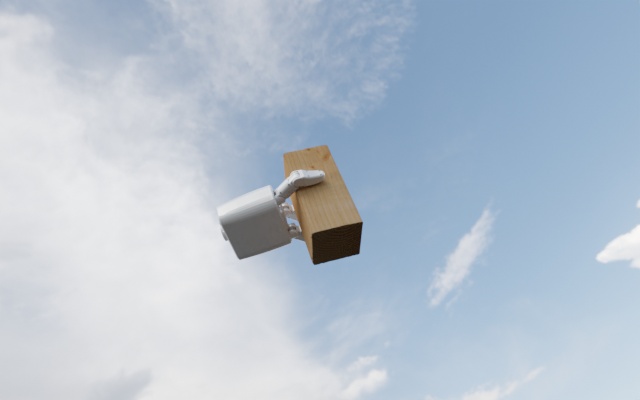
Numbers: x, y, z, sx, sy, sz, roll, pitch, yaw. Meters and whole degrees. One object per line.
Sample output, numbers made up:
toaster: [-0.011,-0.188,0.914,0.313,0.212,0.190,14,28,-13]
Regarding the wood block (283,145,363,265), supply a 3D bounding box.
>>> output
wood block: [0.000,0.003,0.874,0.090,0.206,0.091,-12,-42,-11]
